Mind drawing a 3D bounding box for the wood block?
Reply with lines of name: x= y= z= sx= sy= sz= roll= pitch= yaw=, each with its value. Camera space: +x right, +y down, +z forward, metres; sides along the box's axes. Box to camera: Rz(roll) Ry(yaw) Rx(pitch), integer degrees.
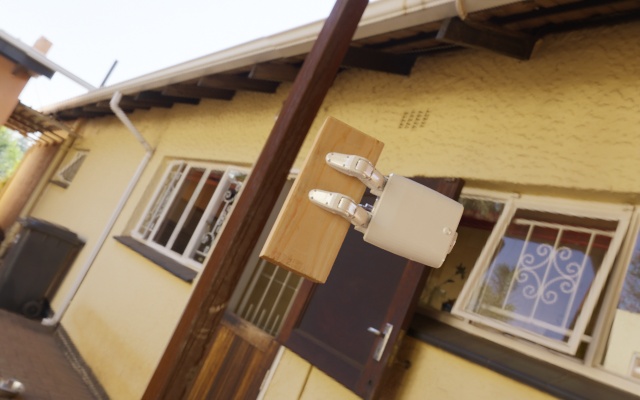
wood block: x=0.000 y=0.002 z=0.667 sx=0.090 sy=0.206 sz=0.091 roll=26 pitch=-12 yaw=-5
